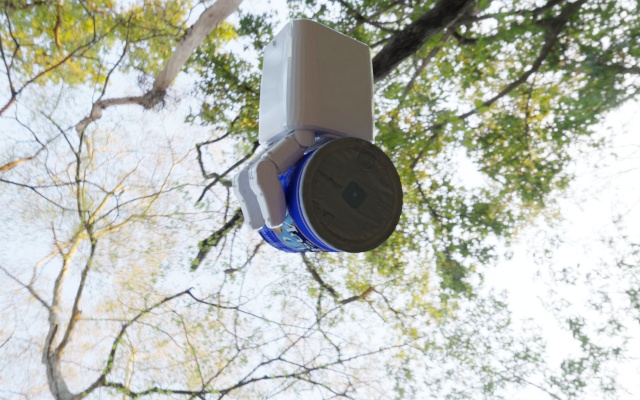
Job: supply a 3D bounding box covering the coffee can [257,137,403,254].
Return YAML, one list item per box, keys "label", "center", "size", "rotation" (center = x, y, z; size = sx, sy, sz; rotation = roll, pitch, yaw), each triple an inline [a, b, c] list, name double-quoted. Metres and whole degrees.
- label: "coffee can"
  center: [0.000, 0.002, 0.478]
  size: [0.103, 0.103, 0.140]
  rotation: [0, -6, -26]
